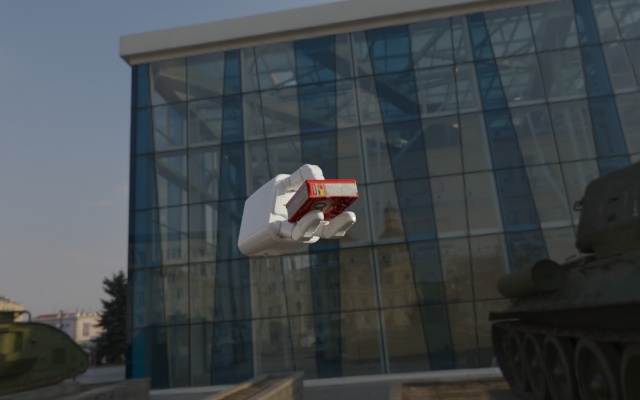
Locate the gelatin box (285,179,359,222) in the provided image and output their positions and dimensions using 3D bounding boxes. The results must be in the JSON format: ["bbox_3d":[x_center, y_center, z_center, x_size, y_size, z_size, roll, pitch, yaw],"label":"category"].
[{"bbox_3d":[0.000,0.002,0.661,0.073,0.030,0.089,0,-24,-25],"label":"gelatin box"}]
